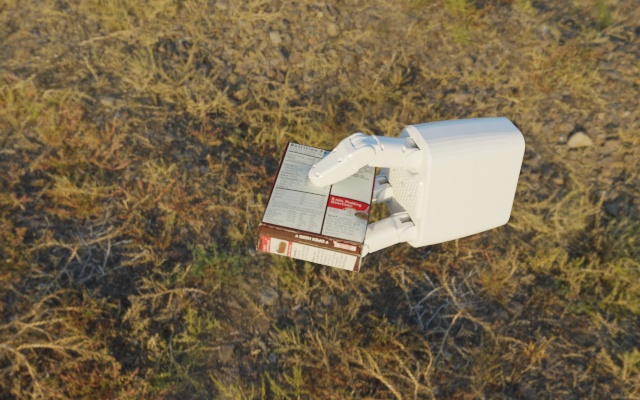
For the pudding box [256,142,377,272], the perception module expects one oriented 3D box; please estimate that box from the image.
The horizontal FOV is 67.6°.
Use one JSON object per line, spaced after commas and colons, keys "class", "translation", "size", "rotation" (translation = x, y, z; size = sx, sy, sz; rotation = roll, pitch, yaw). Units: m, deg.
{"class": "pudding box", "translation": [0.000, 0.001, 0.427], "size": [0.090, 0.039, 0.113], "rotation": [12, 44, 2]}
